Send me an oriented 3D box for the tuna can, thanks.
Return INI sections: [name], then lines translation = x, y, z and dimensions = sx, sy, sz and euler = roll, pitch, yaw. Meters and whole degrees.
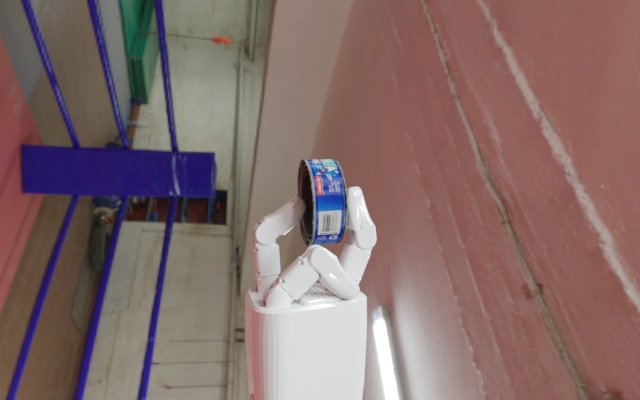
[tuna can]
translation = 0.001, 0.001, 0.475
dimensions = 0.034, 0.086, 0.086
euler = -3, 1, -12
